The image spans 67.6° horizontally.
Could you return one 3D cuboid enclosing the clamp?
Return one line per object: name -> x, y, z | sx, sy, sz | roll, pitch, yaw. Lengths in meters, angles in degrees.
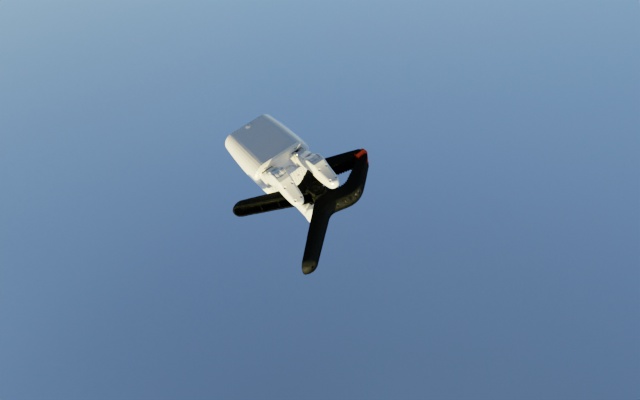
clamp -> 0.001, 0.002, 0.682 | 0.210, 0.036, 0.164 | -35, 54, -16
